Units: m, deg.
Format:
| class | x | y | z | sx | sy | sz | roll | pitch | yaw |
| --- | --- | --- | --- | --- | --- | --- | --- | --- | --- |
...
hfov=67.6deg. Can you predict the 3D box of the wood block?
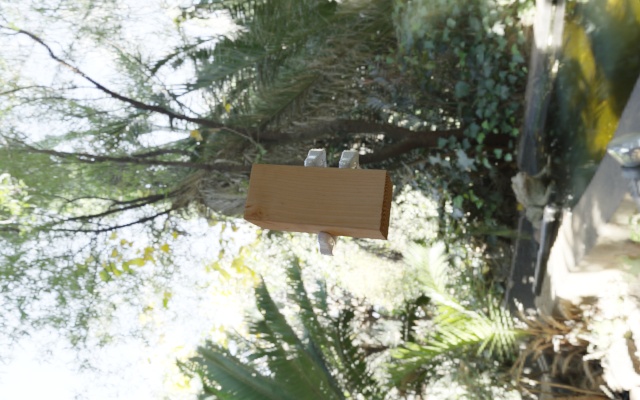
| class | x | y | z | sx | sy | sz | roll | pitch | yaw |
| --- | --- | --- | --- | --- | --- | --- | --- | --- | --- |
| wood block | 0.000 | 0.003 | 0.732 | 0.206 | 0.090 | 0.090 | 4 | -13 | 16 |
